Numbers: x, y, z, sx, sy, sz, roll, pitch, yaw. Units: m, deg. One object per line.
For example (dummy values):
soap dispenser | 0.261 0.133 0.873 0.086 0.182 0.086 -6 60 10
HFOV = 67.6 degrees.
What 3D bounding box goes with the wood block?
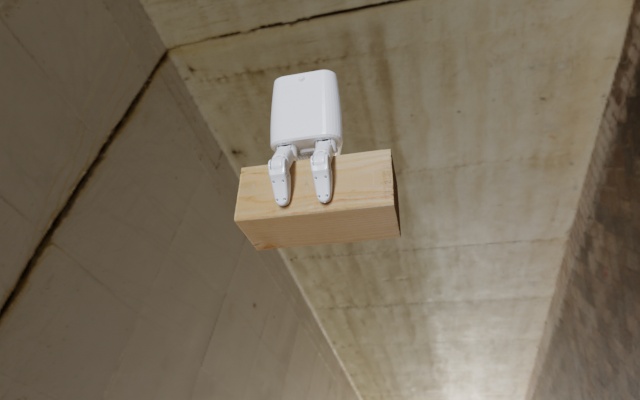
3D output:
wood block | 0.000 0.002 0.651 0.206 0.090 0.091 -6 -33 13
